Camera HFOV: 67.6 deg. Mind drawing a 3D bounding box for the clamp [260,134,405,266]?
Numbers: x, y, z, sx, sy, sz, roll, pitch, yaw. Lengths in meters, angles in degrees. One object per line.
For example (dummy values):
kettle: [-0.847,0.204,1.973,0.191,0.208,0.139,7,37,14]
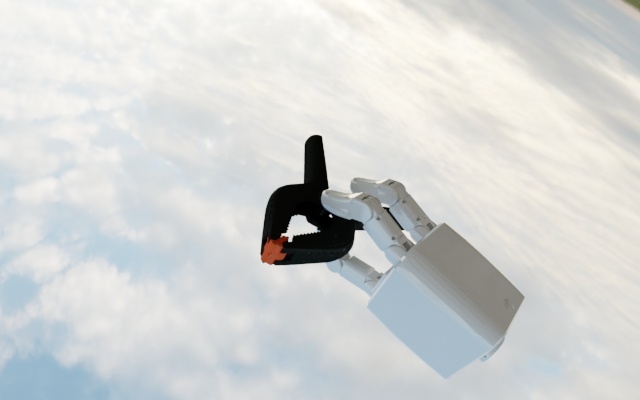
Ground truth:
clamp: [0.000,0.003,0.499,0.164,0.036,0.210,43,37,16]
